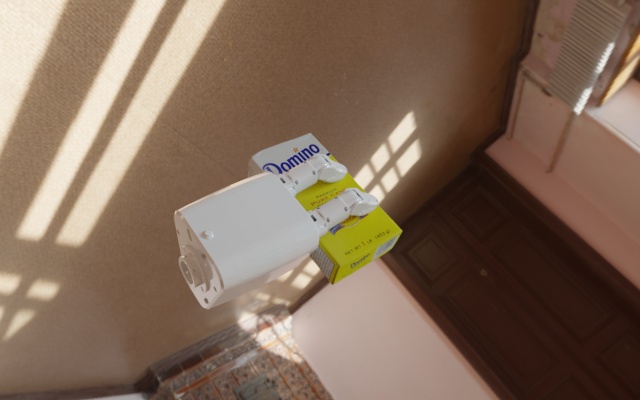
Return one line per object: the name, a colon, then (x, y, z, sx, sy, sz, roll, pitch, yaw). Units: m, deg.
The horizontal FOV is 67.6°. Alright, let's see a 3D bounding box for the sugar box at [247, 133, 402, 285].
sugar box: (0.000, 0.002, 0.549, 0.093, 0.176, 0.048, -25, -28, -30)
